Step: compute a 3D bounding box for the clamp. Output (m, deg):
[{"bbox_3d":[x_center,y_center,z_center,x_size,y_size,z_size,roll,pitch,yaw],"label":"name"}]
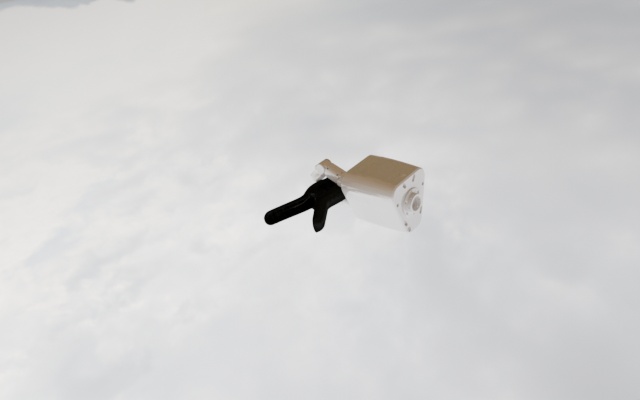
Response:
[{"bbox_3d":[0.000,0.003,0.809,0.120,0.039,0.171,19,44,41],"label":"clamp"}]
